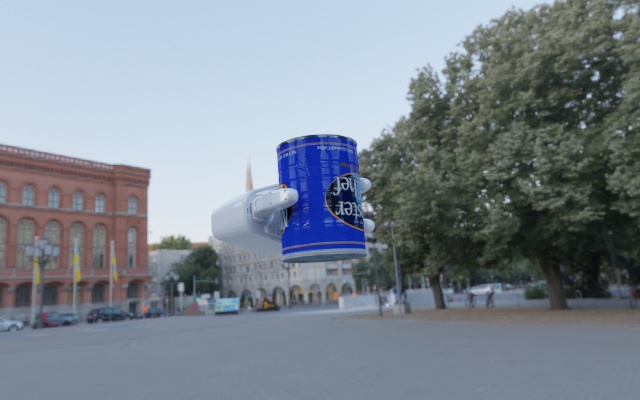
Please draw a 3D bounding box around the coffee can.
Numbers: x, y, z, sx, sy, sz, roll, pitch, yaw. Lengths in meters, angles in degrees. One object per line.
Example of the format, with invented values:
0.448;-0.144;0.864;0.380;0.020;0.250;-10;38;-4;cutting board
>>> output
0.000;0.002;0.583;0.103;0.140;0.103;-4;-11;-1;coffee can
